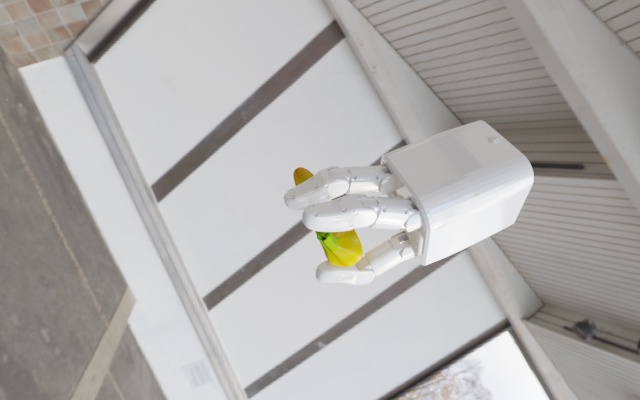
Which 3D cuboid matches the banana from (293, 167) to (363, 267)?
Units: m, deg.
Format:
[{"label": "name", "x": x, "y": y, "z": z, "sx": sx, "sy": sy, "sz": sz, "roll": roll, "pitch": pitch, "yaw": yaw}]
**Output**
[{"label": "banana", "x": 0.008, "y": 0.019, "z": 0.486, "sx": 0.037, "sy": 0.070, "sz": 0.197, "roll": -25, "pitch": 22, "yaw": -2}]
